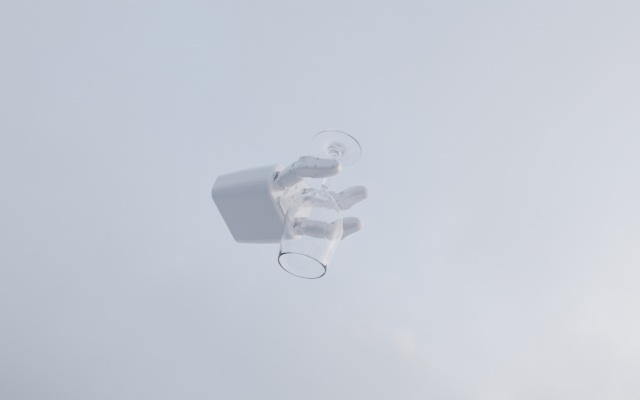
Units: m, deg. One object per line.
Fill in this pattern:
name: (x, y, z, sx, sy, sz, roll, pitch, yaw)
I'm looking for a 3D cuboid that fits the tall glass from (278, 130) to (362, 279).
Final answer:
tall glass: (0.000, 0.001, 0.638, 0.079, 0.201, 0.079, 11, -36, 8)
